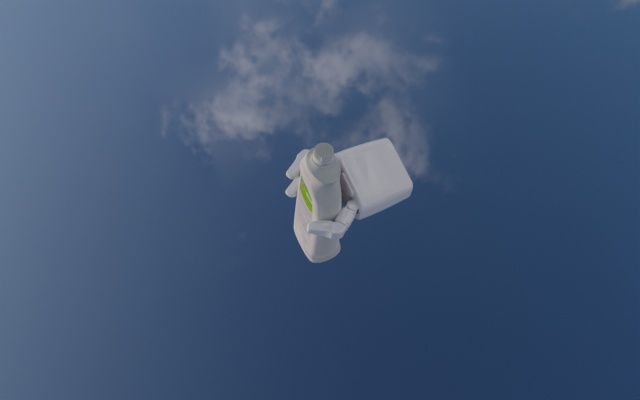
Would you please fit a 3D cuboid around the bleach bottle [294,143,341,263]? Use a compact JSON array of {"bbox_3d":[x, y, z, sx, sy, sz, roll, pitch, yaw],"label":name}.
[{"bbox_3d":[0.000,0.003,0.792,0.068,0.102,0.251,-21,-29,-18],"label":"bleach bottle"}]
